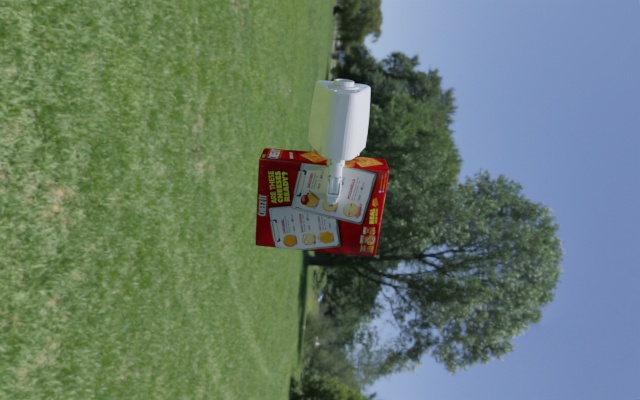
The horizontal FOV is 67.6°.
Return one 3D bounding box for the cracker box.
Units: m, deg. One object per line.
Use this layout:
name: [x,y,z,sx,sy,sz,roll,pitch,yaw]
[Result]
cracker box: [0.000,0.003,0.831,0.214,0.164,0.072,6,23,0]
